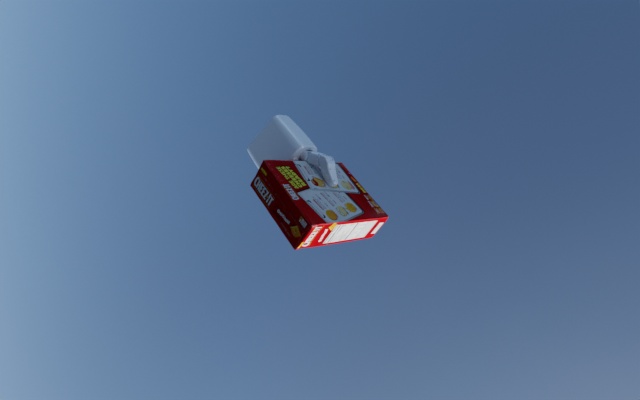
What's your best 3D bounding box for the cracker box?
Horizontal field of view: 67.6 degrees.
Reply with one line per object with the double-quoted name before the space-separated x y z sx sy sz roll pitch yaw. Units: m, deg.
"cracker box" 0.000 0.003 0.891 0.213 0.072 0.164 -4 47 -46
